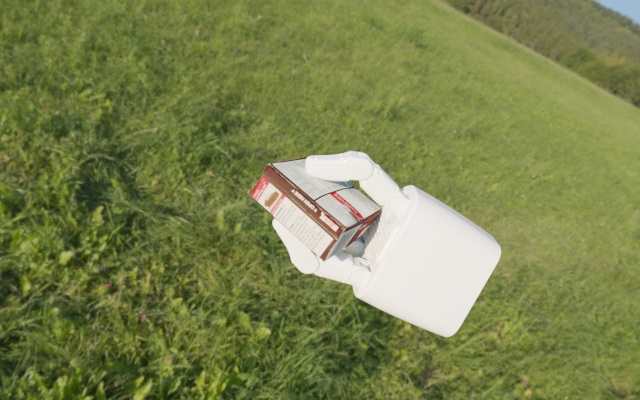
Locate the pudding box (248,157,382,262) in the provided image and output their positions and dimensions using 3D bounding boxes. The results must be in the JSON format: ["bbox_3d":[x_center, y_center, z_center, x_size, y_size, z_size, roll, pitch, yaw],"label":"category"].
[{"bbox_3d":[0.000,0.001,0.441,0.090,0.039,0.113,40,19,13],"label":"pudding box"}]
